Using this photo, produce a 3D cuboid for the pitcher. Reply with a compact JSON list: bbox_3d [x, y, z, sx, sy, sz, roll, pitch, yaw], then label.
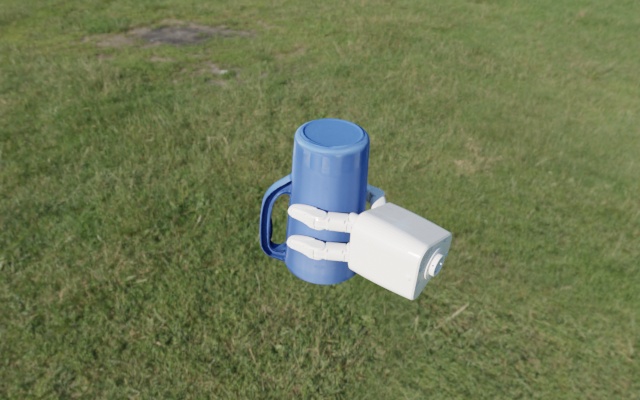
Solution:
[{"bbox_3d":[0.000,0.002,0.743,0.145,0.243,0.149,28,42,31],"label":"pitcher"}]
